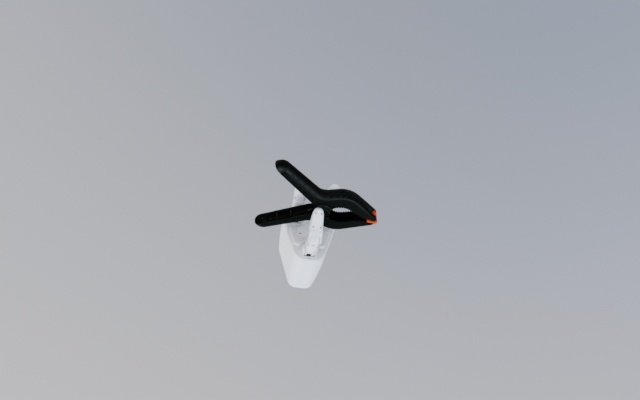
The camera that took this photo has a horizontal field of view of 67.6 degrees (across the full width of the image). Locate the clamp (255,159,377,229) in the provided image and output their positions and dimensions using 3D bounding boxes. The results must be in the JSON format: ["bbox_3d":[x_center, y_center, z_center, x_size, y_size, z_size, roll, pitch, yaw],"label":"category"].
[{"bbox_3d":[0.001,0.004,0.809,0.210,0.036,0.165,8,-39,-8],"label":"clamp"}]
